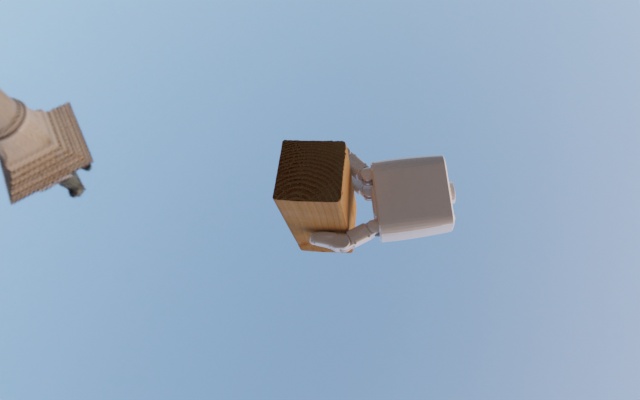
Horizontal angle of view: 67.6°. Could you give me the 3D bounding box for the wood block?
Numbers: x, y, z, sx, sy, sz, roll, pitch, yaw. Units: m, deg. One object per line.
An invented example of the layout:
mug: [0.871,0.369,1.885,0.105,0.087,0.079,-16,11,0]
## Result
wood block: [0.000,0.003,0.709,0.090,0.090,0.206,2,-24,10]
